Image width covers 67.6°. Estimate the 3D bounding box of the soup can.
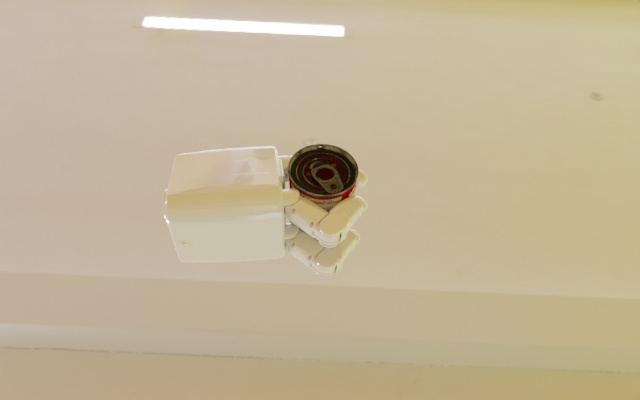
[{"bbox_3d":[0.001,0.002,0.495,0.068,0.068,0.102,0,-39,-4],"label":"soup can"}]
